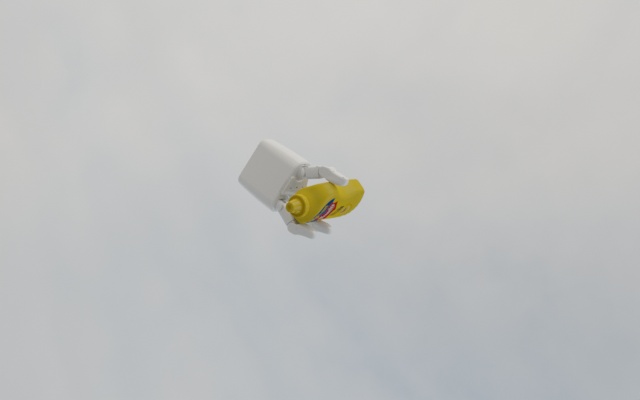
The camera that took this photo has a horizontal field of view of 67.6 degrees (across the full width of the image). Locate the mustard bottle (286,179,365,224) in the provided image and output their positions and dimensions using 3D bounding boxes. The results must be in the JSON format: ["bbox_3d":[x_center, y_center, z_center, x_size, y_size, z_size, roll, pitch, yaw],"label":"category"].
[{"bbox_3d":[0.001,0.003,0.898,0.096,0.058,0.191,-41,-18,31],"label":"mustard bottle"}]
